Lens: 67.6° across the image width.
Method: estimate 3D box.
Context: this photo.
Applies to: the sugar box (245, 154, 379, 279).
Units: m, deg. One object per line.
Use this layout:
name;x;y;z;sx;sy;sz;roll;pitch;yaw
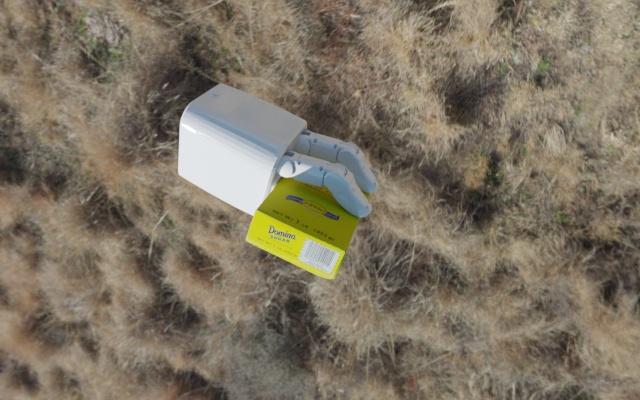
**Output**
sugar box;0.000;0.001;0.509;0.093;0.048;0.176;25;34;3
